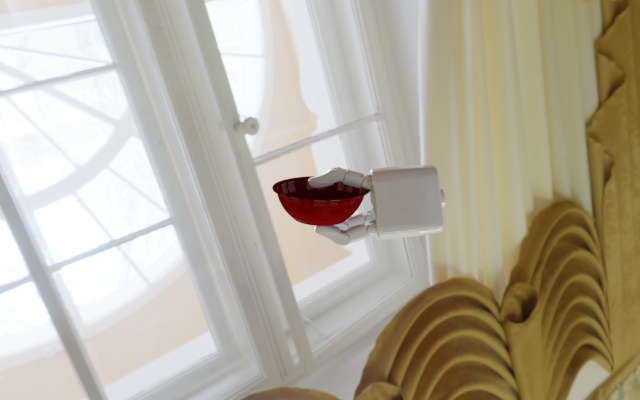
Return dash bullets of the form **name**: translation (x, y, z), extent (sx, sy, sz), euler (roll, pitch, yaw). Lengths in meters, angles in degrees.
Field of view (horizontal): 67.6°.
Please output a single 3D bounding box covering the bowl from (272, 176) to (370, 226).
- **bowl**: translation (-0.001, 0.003, 0.796), extent (0.162, 0.055, 0.162), euler (2, 16, 0)
